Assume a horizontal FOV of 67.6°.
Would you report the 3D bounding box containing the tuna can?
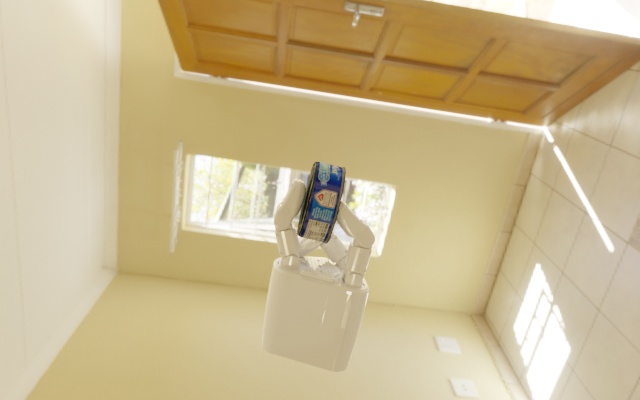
[{"bbox_3d":[0.000,0.002,0.519,0.034,0.086,0.086,13,-1,-5],"label":"tuna can"}]
